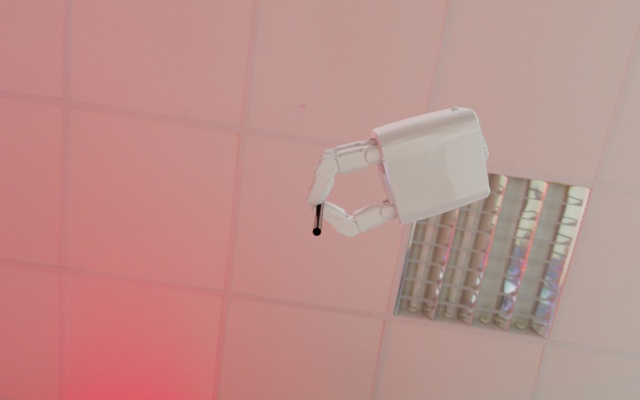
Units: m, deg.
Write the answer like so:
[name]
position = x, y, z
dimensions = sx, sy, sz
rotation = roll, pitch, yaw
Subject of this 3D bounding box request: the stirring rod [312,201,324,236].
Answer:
[stirring rod]
position = 0.000, 0.002, 0.544
dimensions = 0.011, 0.011, 0.239
rotation = 0, 13, 2
